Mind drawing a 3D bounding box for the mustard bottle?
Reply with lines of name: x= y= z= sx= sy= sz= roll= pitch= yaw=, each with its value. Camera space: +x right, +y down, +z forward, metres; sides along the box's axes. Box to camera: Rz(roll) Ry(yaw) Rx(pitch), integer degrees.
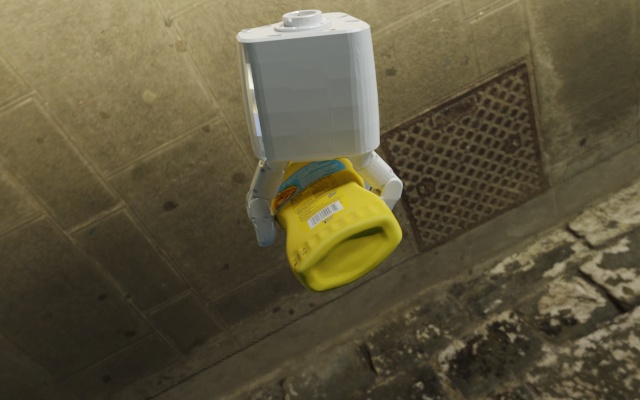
mustard bottle: x=0.000 y=0.002 z=0.470 sx=0.096 sy=0.058 sz=0.191 roll=-34 pitch=32 yaw=3
